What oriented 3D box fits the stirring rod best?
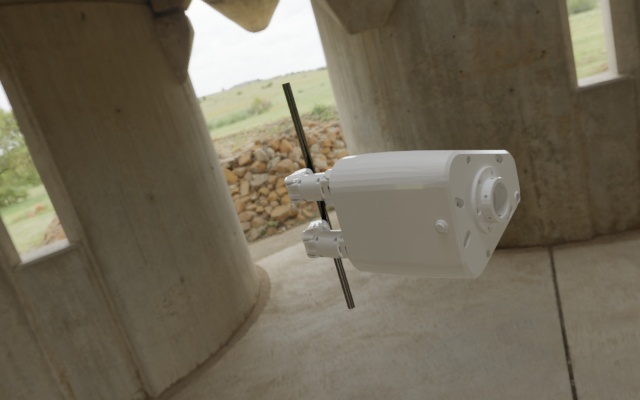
[{"bbox_3d":[0.000,0.002,0.479,0.011,0.239,0.011,-15,14,4],"label":"stirring rod"}]
